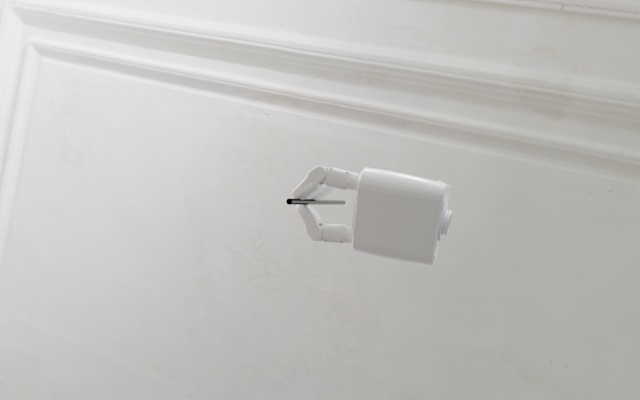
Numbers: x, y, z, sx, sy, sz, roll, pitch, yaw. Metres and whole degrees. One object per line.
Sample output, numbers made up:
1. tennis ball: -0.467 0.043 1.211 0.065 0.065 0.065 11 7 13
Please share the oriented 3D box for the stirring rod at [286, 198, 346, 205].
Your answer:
1. stirring rod: 0.000 0.002 0.711 0.011 0.011 0.239 0 0 19
